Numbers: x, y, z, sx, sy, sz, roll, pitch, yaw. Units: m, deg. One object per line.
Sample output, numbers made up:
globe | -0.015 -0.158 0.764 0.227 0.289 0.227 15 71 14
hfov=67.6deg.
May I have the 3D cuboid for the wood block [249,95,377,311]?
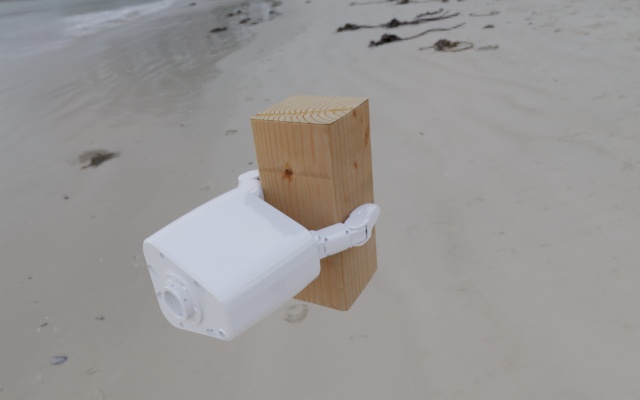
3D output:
wood block | 0.000 0.002 0.509 0.091 0.206 0.090 9 30 27
